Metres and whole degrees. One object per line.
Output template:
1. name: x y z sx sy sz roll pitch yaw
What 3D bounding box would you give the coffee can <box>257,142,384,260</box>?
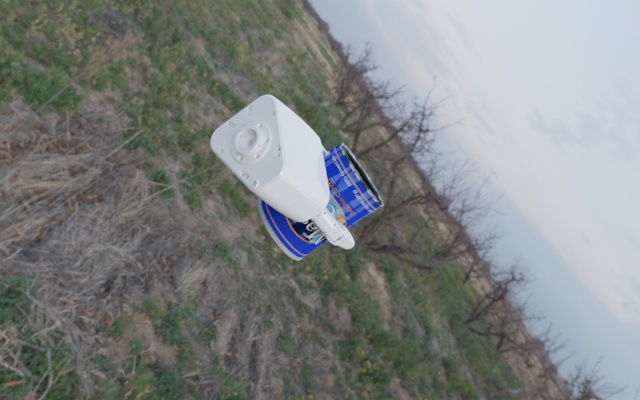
1. coffee can: 0.000 0.002 0.652 0.140 0.103 0.103 -34 -8 11
